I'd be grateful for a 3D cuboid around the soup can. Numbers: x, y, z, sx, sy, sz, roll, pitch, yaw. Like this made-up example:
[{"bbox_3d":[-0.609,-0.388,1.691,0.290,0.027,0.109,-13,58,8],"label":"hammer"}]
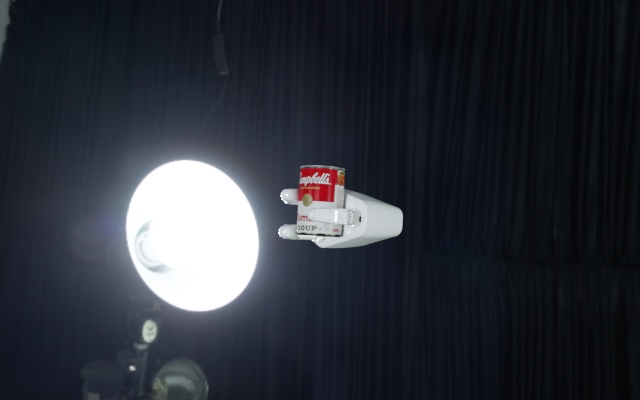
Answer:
[{"bbox_3d":[0.000,0.003,0.714,0.068,0.102,0.068,4,-3,0],"label":"soup can"}]
